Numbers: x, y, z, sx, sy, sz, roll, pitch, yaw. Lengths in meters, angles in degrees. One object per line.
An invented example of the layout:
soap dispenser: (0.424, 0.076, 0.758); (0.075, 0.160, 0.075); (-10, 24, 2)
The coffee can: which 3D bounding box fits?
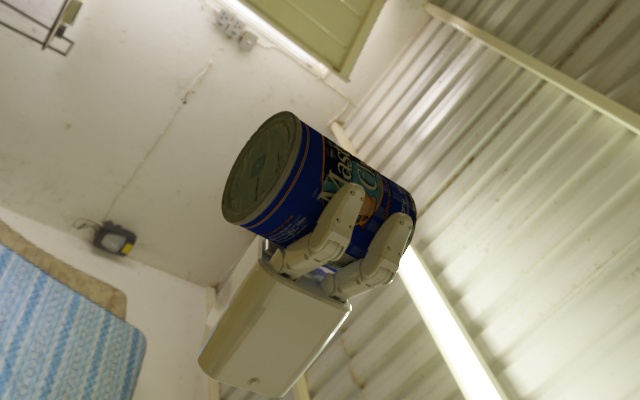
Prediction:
coffee can: (0.000, 0.001, 0.422); (0.140, 0.102, 0.103); (30, -16, -30)
